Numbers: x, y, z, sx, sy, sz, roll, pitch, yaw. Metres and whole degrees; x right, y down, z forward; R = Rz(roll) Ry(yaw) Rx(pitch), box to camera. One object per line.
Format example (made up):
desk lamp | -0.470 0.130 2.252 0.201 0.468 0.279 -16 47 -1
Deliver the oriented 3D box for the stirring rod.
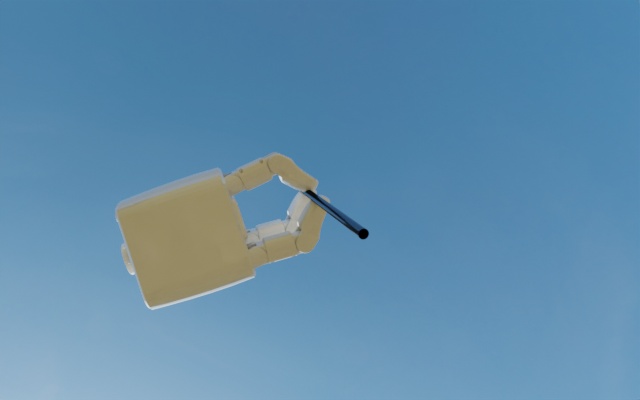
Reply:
stirring rod | 0.000 0.002 0.450 0.011 0.011 0.239 0 11 -15
